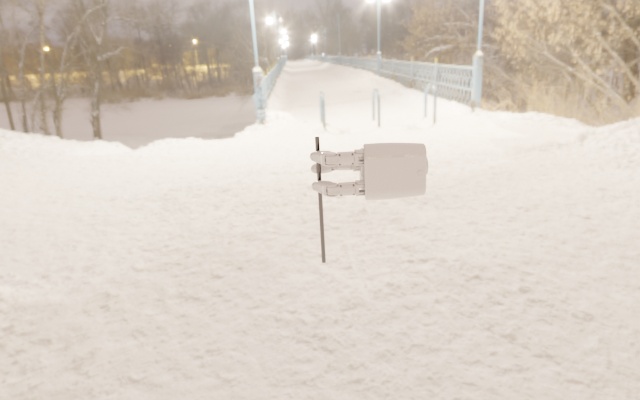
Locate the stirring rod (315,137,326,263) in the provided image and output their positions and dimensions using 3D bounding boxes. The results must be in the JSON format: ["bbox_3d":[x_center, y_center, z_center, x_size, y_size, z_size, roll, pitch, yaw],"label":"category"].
[{"bbox_3d":[0.000,0.003,0.877,0.011,0.239,0.011,-3,17,1],"label":"stirring rod"}]
